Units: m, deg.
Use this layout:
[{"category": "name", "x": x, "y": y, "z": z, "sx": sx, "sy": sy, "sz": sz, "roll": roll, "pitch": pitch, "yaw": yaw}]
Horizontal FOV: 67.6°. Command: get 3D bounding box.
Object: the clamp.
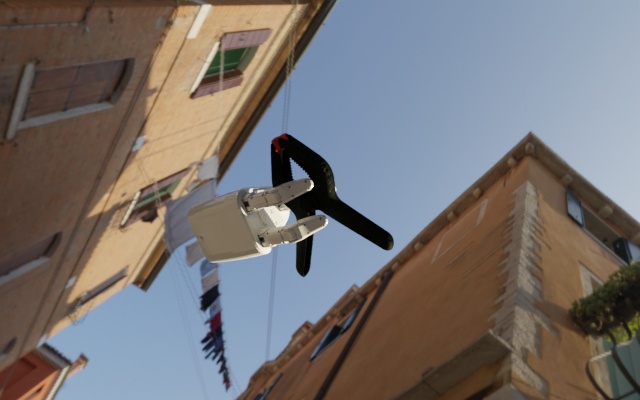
[{"category": "clamp", "x": 0.000, "y": 0.001, "z": 0.660, "sx": 0.164, "sy": 0.210, "sz": 0.036, "roll": -15, "pitch": 14, "yaw": 31}]
